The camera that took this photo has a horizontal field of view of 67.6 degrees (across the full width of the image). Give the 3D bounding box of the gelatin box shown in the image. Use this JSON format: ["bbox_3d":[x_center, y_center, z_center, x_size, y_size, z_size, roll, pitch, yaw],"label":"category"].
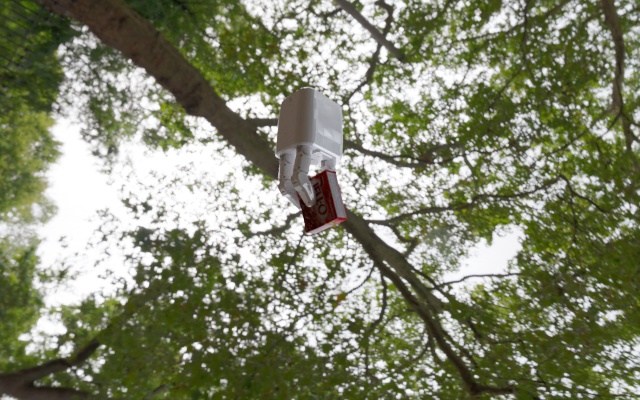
[{"bbox_3d":[0.000,0.003,0.799,0.073,0.089,0.030,-27,-22,37],"label":"gelatin box"}]
